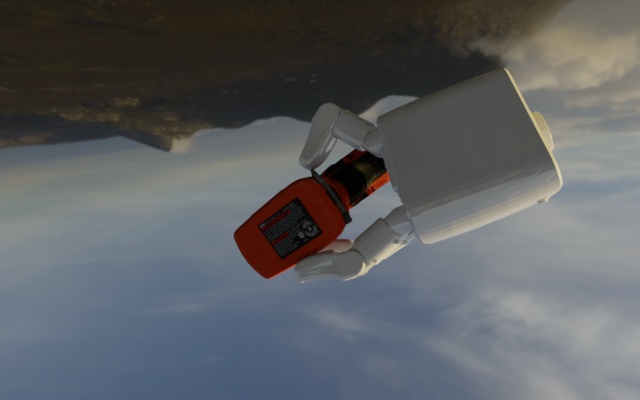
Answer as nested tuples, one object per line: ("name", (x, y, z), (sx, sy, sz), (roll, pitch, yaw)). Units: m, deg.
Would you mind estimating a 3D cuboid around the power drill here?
("power drill", (0.000, 0.002, 0.467), (0.184, 0.057, 0.187), (-38, 1, 35))
